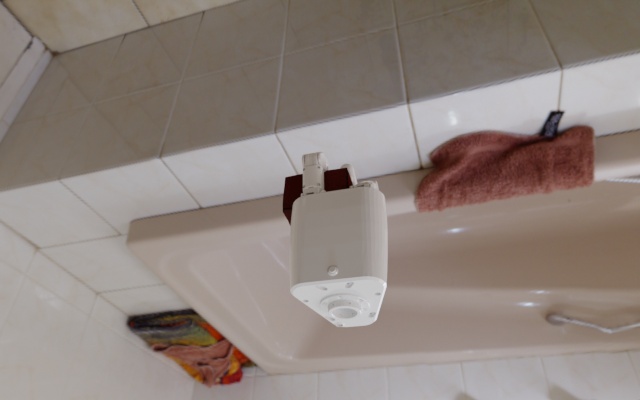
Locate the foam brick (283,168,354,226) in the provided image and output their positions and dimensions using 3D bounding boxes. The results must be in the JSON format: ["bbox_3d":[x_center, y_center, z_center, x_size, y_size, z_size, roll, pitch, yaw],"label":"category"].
[{"bbox_3d":[0.000,0.002,0.556,0.078,0.051,0.053,-8,-39,13],"label":"foam brick"}]
